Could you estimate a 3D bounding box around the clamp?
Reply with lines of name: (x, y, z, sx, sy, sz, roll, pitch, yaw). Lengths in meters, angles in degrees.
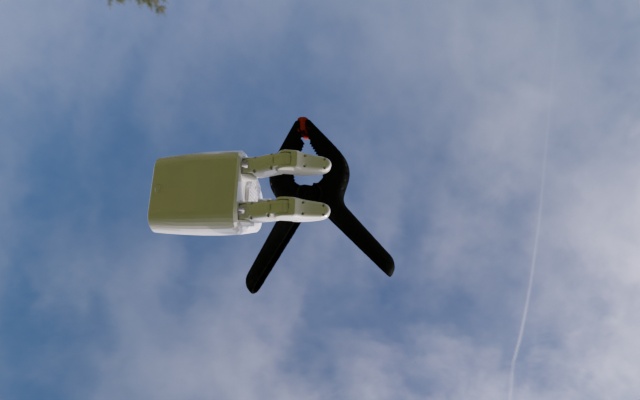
clamp: (0.000, 0.002, 0.552, 0.164, 0.210, 0.036, -1, -18, 6)
